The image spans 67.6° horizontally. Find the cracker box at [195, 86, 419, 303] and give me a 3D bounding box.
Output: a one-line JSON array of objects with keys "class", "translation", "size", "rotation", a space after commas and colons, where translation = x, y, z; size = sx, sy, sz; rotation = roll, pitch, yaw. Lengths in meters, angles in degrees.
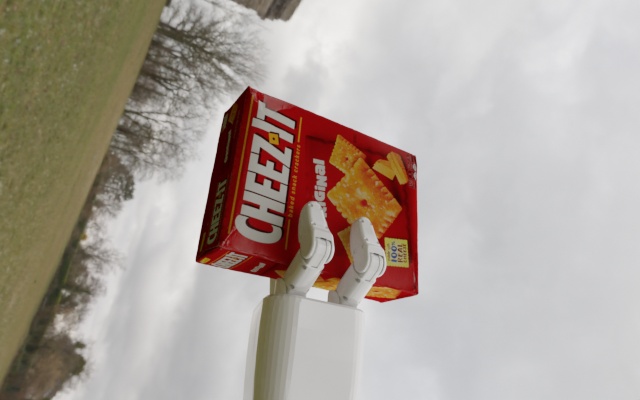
[{"class": "cracker box", "translation": [0.000, 0.002, 0.484], "size": [0.214, 0.164, 0.072], "rotation": [18, -27, -27]}]
